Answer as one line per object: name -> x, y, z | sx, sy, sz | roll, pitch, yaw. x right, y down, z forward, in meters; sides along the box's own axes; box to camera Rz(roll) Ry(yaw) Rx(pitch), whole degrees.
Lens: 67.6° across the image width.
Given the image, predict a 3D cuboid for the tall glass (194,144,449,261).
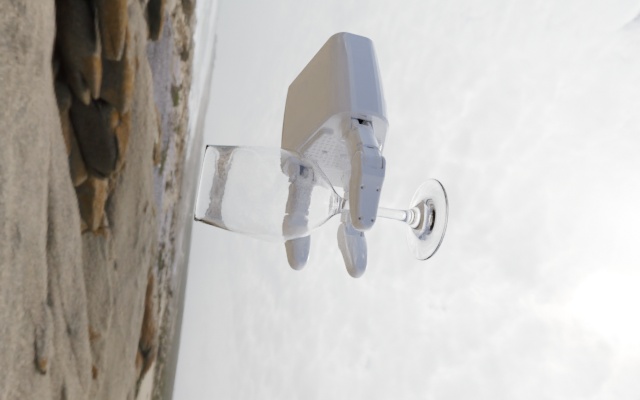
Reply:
tall glass -> 0.001, 0.002, 0.402 | 0.201, 0.079, 0.079 | 9, -2, -15
